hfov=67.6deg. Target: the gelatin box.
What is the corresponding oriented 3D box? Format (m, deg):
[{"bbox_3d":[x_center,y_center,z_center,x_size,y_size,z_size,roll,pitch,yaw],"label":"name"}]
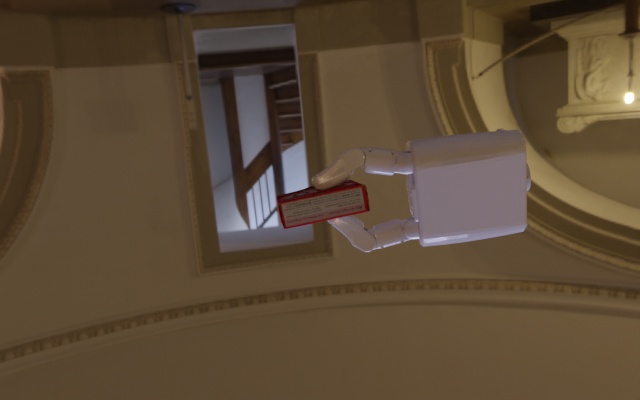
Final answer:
[{"bbox_3d":[0.000,0.002,0.497,0.089,0.030,0.073,-13,8,-5],"label":"gelatin box"}]
